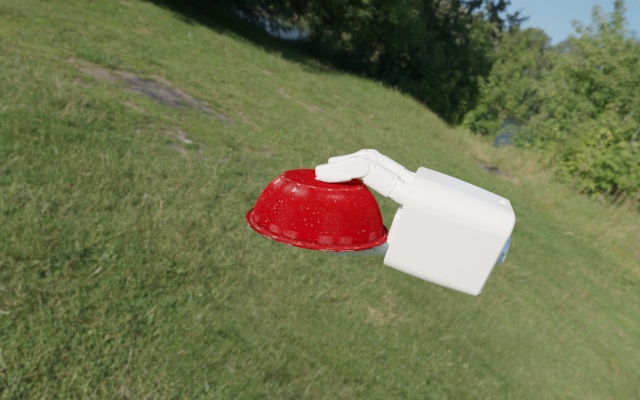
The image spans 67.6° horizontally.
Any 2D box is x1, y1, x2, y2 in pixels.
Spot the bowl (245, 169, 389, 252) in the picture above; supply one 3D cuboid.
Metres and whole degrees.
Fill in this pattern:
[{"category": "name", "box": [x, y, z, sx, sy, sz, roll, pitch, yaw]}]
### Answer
[{"category": "bowl", "box": [-0.001, 0.001, 0.530, 0.162, 0.055, 0.162, 7, 15, -2]}]
